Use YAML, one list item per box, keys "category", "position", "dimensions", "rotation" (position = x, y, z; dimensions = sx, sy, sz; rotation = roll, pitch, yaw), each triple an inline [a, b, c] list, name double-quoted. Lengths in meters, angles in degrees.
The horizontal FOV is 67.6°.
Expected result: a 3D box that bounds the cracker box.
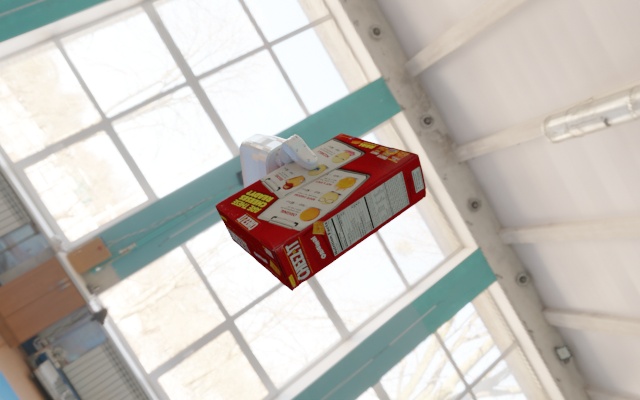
- category: "cracker box"
  position: [0.000, 0.002, 0.605]
  dimensions: [0.213, 0.072, 0.164]
  rotation: [-33, 32, -21]
